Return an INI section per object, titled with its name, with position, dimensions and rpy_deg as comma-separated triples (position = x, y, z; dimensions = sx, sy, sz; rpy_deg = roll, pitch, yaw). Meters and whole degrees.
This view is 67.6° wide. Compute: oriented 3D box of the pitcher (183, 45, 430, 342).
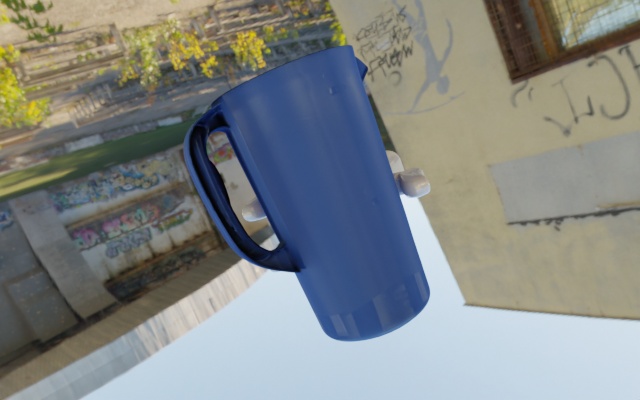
[pitcher]
position = 0.000, 0.001, 0.428
dimensions = 0.149, 0.243, 0.145
rpy_deg = -20, 8, 19
